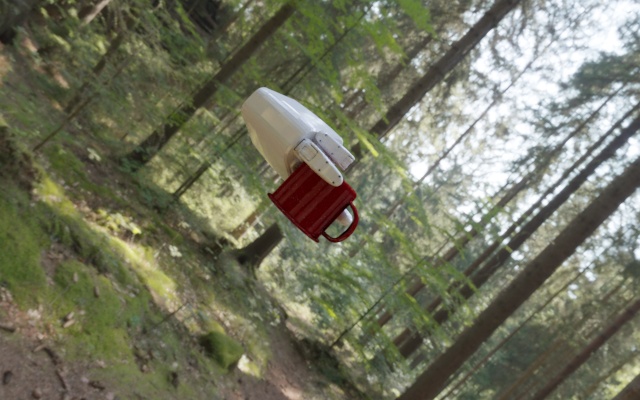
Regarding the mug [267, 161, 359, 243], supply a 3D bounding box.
[{"bbox_3d":[0.001,0.003,0.613,0.117,0.081,0.093,45,2,23],"label":"mug"}]
